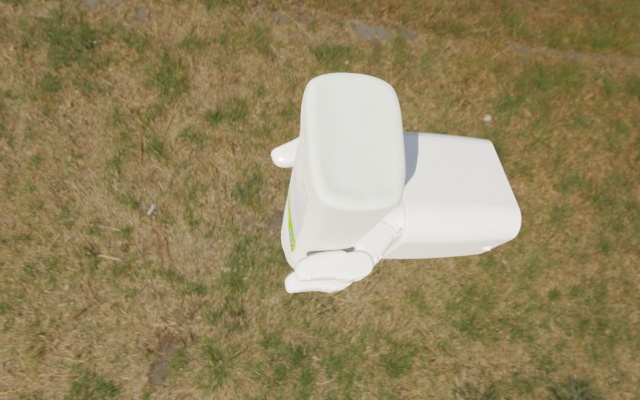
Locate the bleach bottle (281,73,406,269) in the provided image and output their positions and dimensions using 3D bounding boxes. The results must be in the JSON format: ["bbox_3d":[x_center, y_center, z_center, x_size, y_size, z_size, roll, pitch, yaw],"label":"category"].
[{"bbox_3d":[0.000,0.001,0.419,0.068,0.102,0.251,1,-19,-11],"label":"bleach bottle"}]
